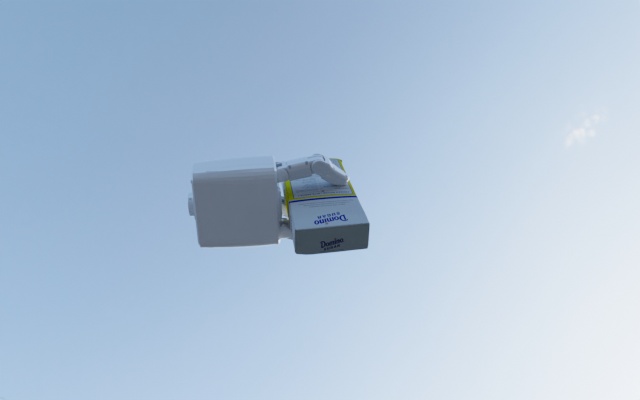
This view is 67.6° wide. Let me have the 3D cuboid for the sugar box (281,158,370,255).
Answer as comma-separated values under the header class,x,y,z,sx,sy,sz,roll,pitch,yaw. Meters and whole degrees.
class,x,y,z,sx,sy,sz,roll,pitch,yaw
sugar box,0.000,0.003,0.641,0.093,0.048,0.176,-4,35,-8
